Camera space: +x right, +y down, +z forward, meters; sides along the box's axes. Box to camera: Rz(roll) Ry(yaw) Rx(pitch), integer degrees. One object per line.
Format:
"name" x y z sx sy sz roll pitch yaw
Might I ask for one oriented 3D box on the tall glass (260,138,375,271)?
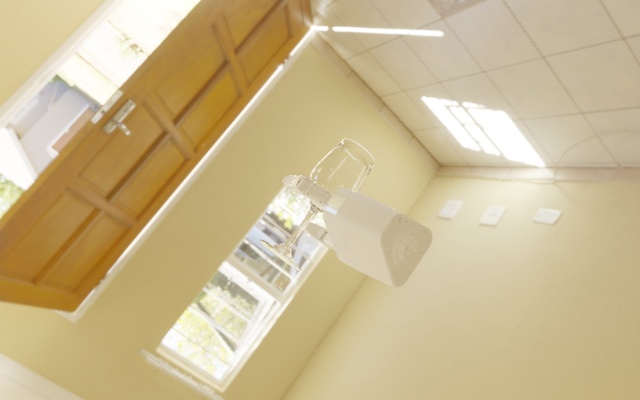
"tall glass" 0.000 0.003 0.714 0.079 0.201 0.079 35 -13 9
